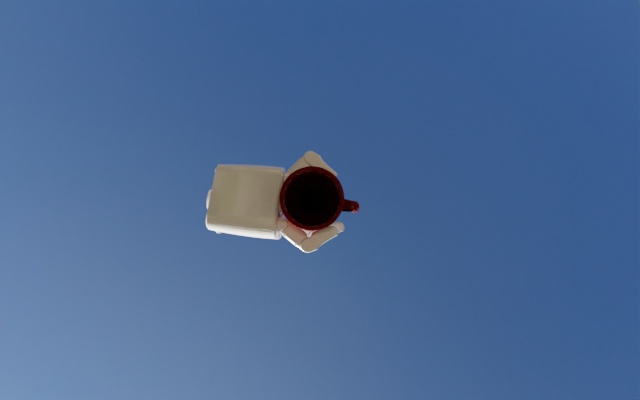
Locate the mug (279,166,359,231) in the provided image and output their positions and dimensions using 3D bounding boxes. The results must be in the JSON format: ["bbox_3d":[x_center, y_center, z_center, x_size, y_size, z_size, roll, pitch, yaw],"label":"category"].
[{"bbox_3d":[0.002,0.002,0.720,0.117,0.093,0.081,5,-6,1],"label":"mug"}]
